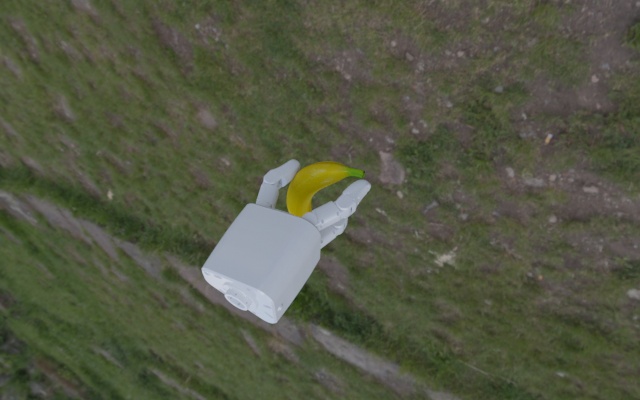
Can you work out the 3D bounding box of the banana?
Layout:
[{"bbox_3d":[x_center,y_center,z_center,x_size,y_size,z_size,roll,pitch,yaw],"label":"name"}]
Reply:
[{"bbox_3d":[-0.013,-0.010,0.682,0.069,0.037,0.198,37,-31,-8],"label":"banana"}]
